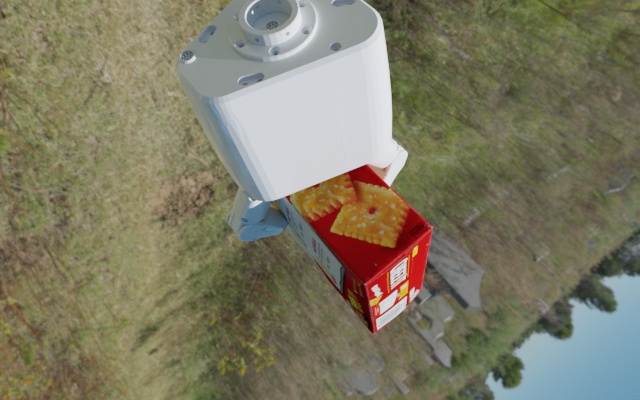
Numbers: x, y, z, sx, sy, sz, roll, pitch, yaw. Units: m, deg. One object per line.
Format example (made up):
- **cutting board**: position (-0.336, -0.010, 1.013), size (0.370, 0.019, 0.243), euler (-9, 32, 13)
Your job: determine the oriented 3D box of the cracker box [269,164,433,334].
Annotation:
- **cracker box**: position (0.000, 0.002, 0.428), size (0.072, 0.213, 0.164), euler (-37, -26, -10)
